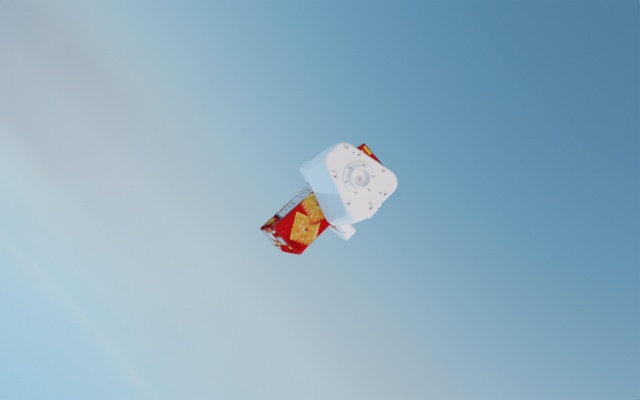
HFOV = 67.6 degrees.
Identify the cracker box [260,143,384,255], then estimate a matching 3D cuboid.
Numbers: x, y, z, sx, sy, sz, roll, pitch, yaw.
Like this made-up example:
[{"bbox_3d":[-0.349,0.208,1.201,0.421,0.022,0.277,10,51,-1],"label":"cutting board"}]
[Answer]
[{"bbox_3d":[0.000,0.003,0.862,0.213,0.072,0.164,-43,7,-14],"label":"cracker box"}]
